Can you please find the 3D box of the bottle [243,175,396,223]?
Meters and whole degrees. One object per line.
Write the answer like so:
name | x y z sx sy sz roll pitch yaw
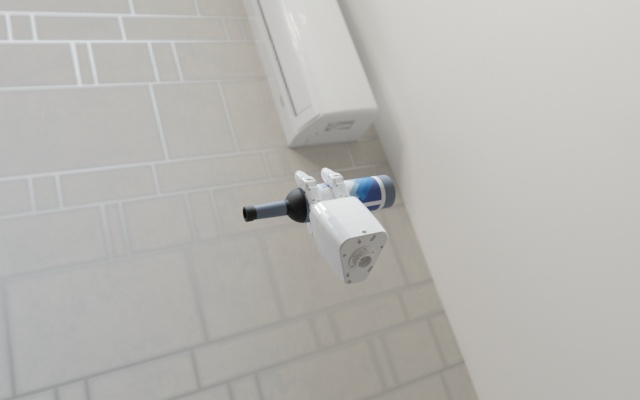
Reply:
bottle | 0.000 0.003 0.889 0.295 0.069 0.069 -9 4 -26
